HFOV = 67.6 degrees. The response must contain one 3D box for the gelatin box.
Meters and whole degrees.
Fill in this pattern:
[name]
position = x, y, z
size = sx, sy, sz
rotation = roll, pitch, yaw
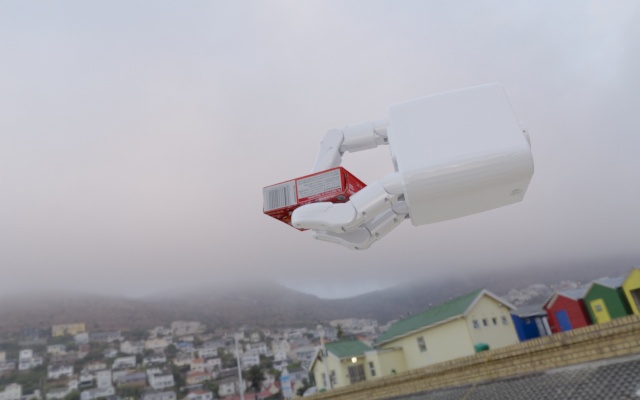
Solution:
[gelatin box]
position = 0.000, 0.001, 0.464
size = 0.089, 0.030, 0.073
rotation = -14, -23, 24
